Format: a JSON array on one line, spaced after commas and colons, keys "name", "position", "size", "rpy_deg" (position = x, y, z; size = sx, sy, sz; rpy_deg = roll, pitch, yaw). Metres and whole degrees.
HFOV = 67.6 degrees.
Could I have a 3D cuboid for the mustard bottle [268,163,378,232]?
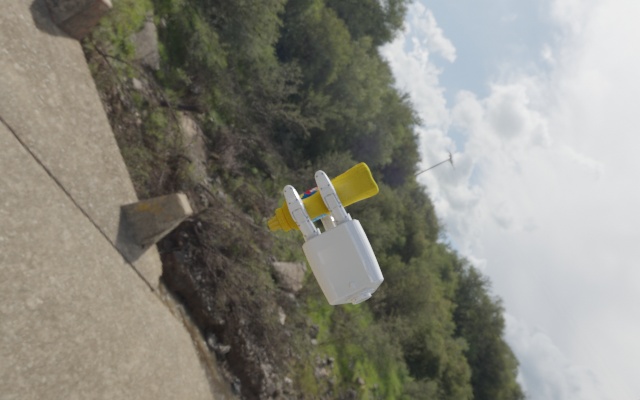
[{"name": "mustard bottle", "position": [0.000, 0.002, 0.803], "size": [0.191, 0.058, 0.096], "rpy_deg": [-26, 5, 4]}]
